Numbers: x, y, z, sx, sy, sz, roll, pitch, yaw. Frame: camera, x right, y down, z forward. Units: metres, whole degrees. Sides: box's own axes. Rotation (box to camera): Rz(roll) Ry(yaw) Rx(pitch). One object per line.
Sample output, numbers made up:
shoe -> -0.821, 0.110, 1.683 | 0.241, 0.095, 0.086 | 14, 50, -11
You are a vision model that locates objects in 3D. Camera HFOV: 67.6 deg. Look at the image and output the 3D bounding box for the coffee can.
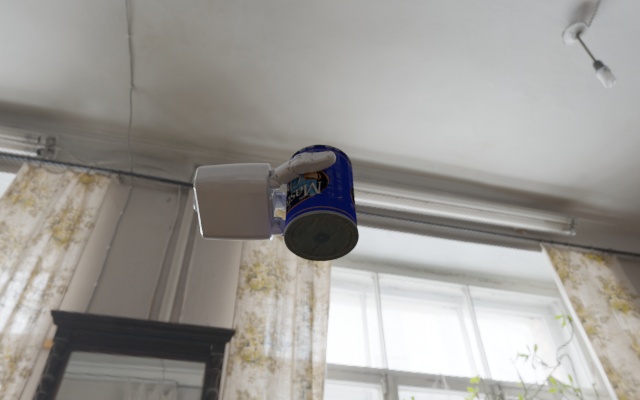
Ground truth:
coffee can -> 0.000, 0.002, 0.697 | 0.103, 0.140, 0.103 | -1, -44, -1
